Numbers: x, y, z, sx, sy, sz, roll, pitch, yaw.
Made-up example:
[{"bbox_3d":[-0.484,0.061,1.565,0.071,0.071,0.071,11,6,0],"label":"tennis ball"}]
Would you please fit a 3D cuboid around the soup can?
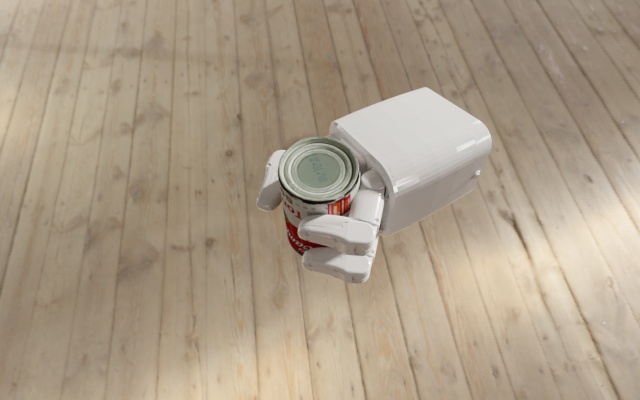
[{"bbox_3d":[0.000,0.001,0.421,0.068,0.068,0.102,0,-33,2],"label":"soup can"}]
